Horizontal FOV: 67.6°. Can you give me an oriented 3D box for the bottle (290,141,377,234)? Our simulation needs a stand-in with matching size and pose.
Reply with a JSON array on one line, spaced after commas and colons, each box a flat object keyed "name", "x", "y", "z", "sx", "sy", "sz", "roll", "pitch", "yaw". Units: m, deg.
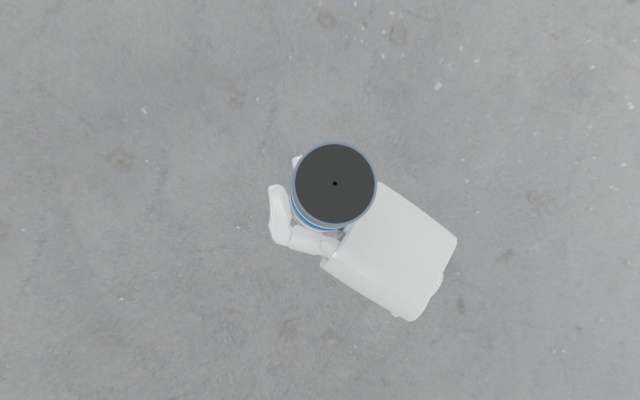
[{"name": "bottle", "x": 0.000, "y": 0.002, "z": 0.512, "sx": 0.069, "sy": 0.069, "sz": 0.296, "roll": 0, "pitch": -6, "yaw": -4}]
